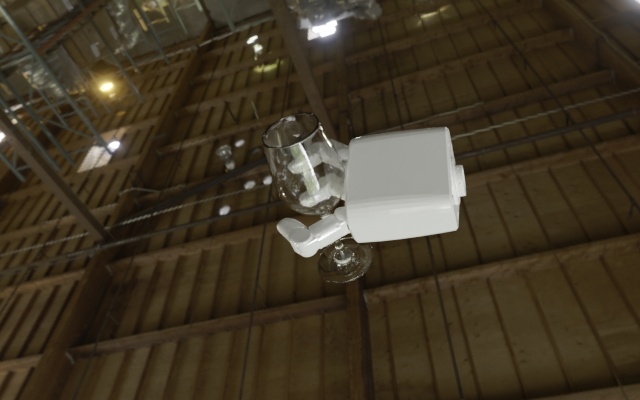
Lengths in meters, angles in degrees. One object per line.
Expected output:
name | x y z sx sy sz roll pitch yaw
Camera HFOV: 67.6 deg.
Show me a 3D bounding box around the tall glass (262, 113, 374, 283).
tall glass | 0.000 0.002 0.539 0.079 0.201 0.079 -14 38 12
